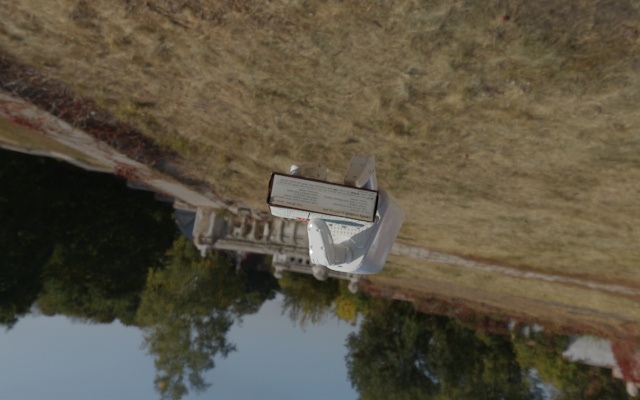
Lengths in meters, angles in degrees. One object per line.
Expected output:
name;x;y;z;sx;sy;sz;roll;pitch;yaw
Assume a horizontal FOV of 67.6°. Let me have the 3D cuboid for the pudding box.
pudding box;0.000;0.002;0.517;0.113;0.039;0.090;8;-8;-3
